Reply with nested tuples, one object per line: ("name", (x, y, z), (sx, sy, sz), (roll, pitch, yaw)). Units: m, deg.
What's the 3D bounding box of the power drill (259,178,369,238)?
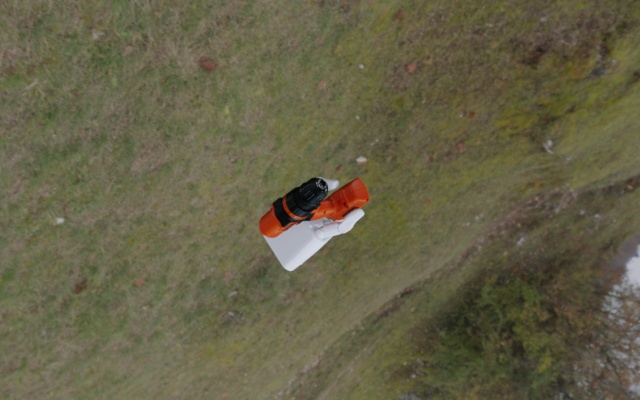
("power drill", (0.000, 0.003, 0.868), (0.187, 0.057, 0.184), (-9, -18, -43))
